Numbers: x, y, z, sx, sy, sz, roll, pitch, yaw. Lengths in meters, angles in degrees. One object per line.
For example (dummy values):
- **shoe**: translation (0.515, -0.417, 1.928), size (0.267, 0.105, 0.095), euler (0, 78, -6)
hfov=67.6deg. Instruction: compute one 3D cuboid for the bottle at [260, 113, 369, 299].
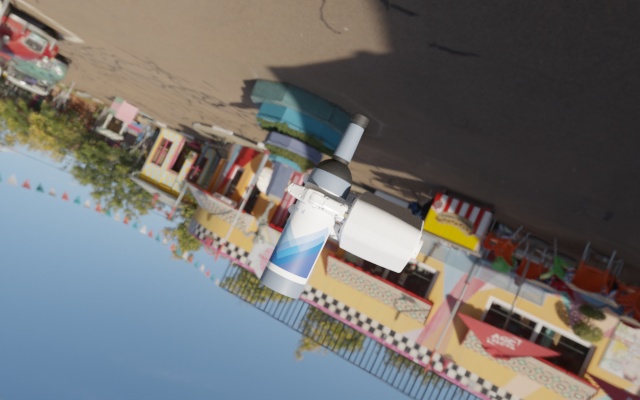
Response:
- **bottle**: translation (0.000, 0.003, 0.735), size (0.069, 0.295, 0.069), euler (26, -2, 1)
